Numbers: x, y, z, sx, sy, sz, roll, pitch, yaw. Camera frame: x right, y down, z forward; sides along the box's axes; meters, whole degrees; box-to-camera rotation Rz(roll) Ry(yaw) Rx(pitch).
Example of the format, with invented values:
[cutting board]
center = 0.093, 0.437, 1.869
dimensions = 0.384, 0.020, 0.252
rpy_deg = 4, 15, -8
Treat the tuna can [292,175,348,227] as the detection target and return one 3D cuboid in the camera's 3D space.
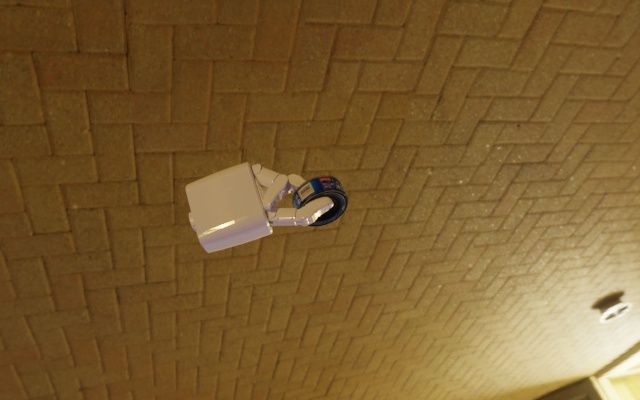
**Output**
[tuna can]
center = 0.000, 0.003, 0.760
dimensions = 0.086, 0.033, 0.086
rpy_deg = -15, -40, -13
